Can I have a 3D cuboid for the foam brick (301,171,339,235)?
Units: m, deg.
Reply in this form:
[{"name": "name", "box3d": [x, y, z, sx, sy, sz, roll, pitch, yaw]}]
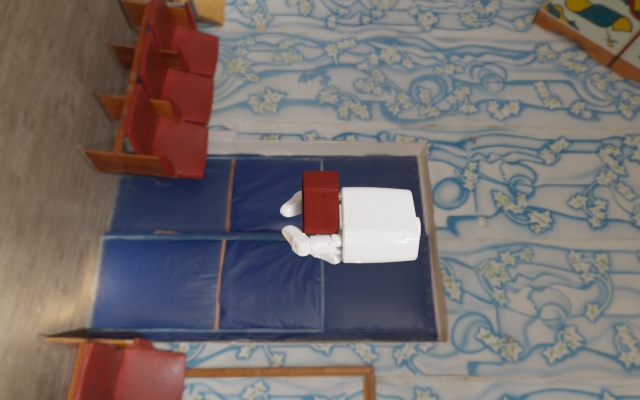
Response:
[{"name": "foam brick", "box3d": [0.000, 0.002, 0.677, 0.051, 0.078, 0.053, 0, 31, 1]}]
